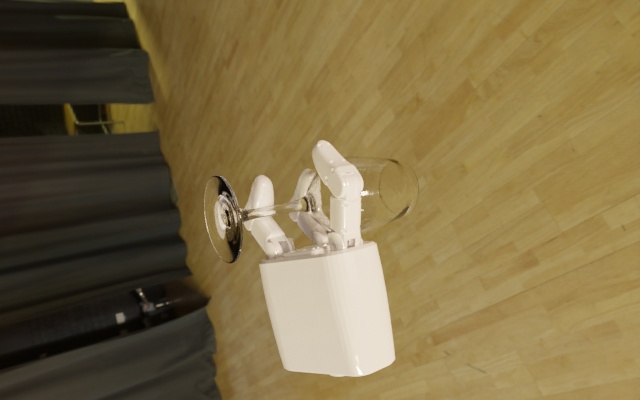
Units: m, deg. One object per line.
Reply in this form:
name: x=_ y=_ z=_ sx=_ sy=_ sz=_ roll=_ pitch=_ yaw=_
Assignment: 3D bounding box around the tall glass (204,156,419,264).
tall glass: x=0.000 y=0.001 z=0.448 sx=0.201 sy=0.079 sz=0.079 roll=-11 pitch=6 yaw=-33
